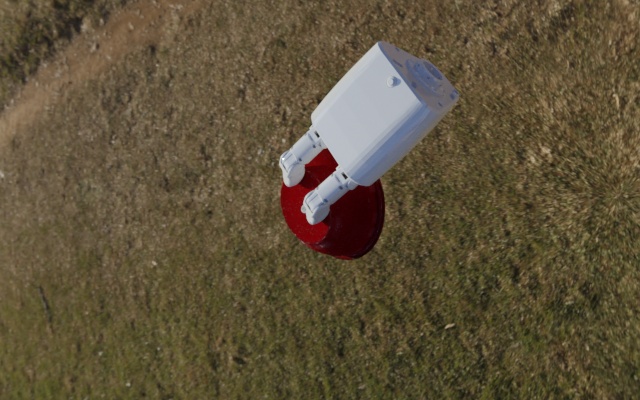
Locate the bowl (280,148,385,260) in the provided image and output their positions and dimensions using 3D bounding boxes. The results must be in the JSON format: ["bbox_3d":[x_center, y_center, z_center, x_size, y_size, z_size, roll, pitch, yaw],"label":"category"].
[{"bbox_3d":[-0.001,0.003,0.585,0.055,0.162,0.162,-16,11,-41],"label":"bowl"}]
